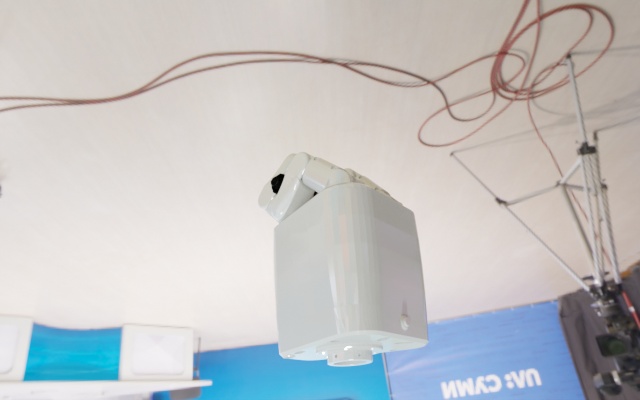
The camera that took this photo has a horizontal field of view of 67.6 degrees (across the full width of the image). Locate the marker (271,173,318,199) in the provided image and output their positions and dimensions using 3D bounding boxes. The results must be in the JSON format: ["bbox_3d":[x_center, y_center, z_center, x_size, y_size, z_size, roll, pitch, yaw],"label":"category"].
[{"bbox_3d":[0.000,0.001,0.452,0.020,0.020,0.121,0,-17,44],"label":"marker"}]
